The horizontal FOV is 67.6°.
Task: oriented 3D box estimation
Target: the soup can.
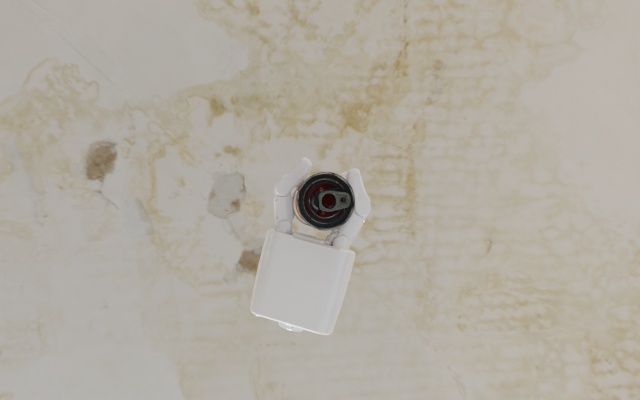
[{"bbox_3d":[0.000,0.001,0.595,0.068,0.068,0.102,0,-1,-7],"label":"soup can"}]
